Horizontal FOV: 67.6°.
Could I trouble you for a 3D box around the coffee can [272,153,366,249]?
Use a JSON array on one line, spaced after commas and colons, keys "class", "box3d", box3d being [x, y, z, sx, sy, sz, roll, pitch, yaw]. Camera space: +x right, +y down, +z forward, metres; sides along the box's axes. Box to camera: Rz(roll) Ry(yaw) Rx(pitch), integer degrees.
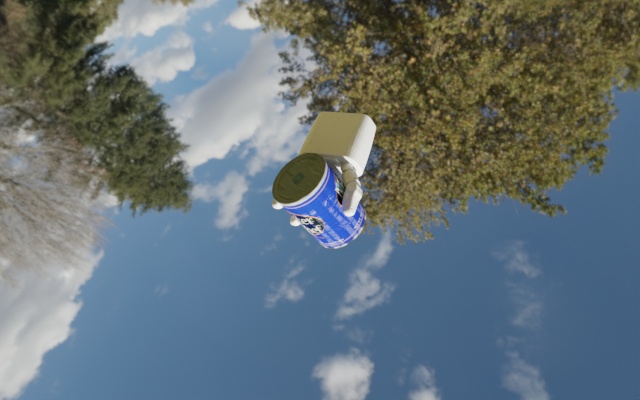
[{"class": "coffee can", "box3d": [0.000, 0.003, 0.806, 0.103, 0.102, 0.140, 0, -34, 39]}]
